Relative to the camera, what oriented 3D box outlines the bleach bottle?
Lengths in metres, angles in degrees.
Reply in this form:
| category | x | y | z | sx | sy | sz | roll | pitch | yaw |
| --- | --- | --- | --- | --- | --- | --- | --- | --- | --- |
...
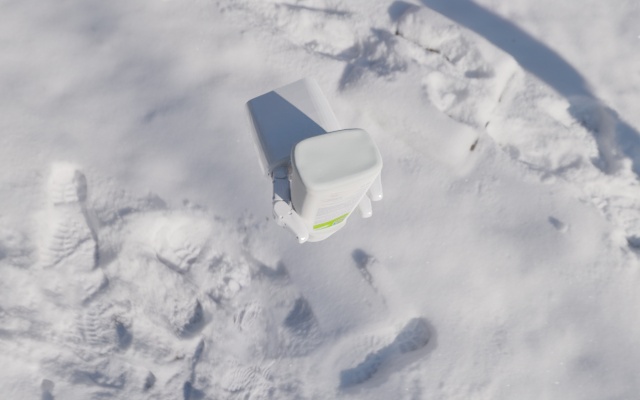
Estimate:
| category | x | y | z | sx | sy | sz | roll | pitch | yaw |
| --- | --- | --- | --- | --- | --- | --- | --- | --- | --- |
| bleach bottle | 0.000 | 0.002 | 0.627 | 0.102 | 0.068 | 0.251 | -16 | -20 | -17 |
